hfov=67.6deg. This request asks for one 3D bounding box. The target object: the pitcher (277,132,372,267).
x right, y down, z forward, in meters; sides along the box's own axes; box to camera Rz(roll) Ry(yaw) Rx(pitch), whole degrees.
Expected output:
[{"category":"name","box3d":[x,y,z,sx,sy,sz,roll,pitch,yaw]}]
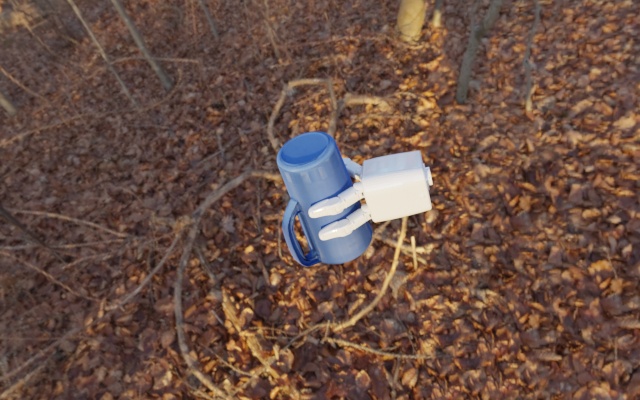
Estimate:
[{"category":"pitcher","box3d":[0.000,0.003,0.888,0.145,0.243,0.149,-10,41,14]}]
